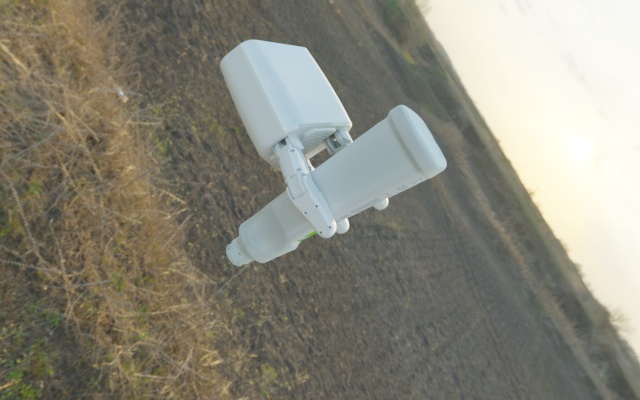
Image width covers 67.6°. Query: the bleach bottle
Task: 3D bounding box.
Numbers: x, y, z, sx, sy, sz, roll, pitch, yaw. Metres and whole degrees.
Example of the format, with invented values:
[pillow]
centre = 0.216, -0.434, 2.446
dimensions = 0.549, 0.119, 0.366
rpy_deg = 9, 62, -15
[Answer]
[bleach bottle]
centre = 0.000, 0.002, 0.489
dimensions = 0.251, 0.068, 0.102
rpy_deg = -31, -11, 20
